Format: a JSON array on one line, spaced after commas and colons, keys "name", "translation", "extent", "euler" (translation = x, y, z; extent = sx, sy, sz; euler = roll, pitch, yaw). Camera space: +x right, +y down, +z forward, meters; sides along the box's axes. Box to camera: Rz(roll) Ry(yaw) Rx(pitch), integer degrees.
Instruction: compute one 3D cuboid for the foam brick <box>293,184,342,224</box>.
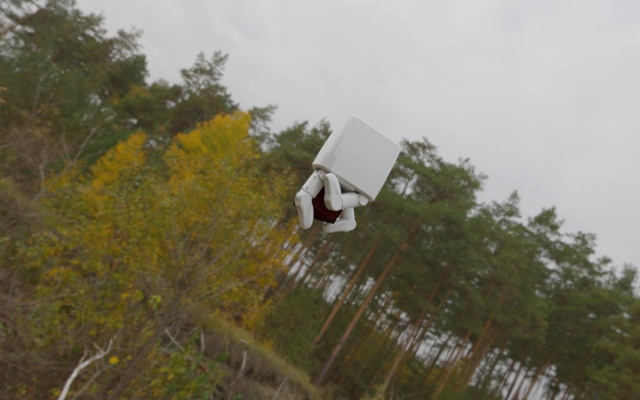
[{"name": "foam brick", "translation": [0.000, 0.003, 0.822], "extent": [0.053, 0.051, 0.078], "euler": [35, -11, -25]}]
